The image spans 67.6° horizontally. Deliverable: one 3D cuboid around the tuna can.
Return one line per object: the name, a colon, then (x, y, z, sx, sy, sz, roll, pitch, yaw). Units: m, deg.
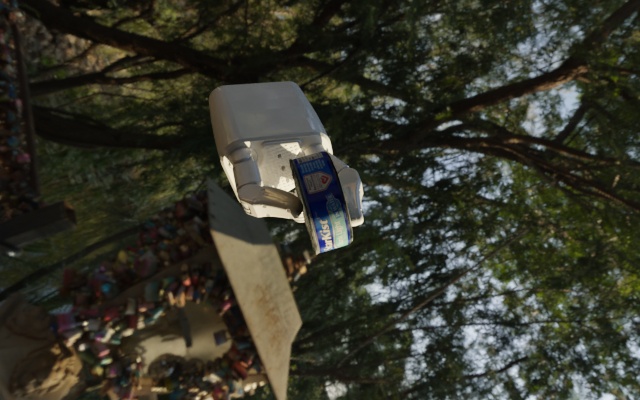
tuna can: (0.001, 0.001, 0.415, 0.034, 0.086, 0.086, -16, 1, -5)
